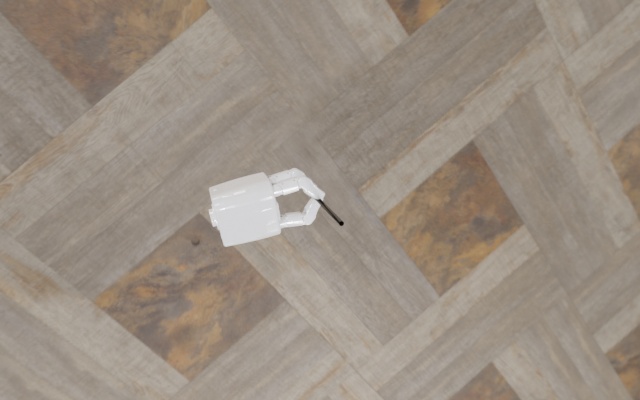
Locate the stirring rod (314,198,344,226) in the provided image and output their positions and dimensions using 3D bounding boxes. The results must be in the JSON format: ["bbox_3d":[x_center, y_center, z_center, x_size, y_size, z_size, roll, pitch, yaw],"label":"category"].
[{"bbox_3d":[0.000,0.003,0.848,0.011,0.011,0.239,0,16,-16],"label":"stirring rod"}]
